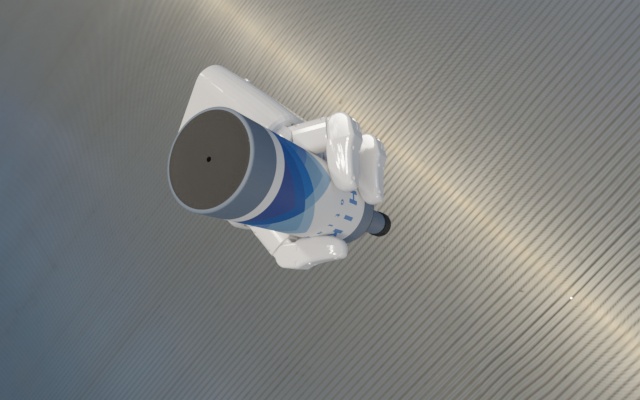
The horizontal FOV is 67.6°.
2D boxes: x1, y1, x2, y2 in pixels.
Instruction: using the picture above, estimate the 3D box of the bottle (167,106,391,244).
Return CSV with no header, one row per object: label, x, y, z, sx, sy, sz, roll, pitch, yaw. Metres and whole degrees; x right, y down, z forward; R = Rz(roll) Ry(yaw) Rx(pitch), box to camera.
bottle,0.000,0.001,0.413,0.069,0.069,0.296,0,-10,28
